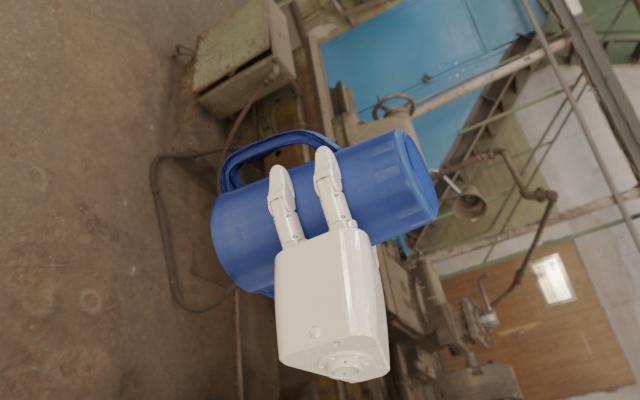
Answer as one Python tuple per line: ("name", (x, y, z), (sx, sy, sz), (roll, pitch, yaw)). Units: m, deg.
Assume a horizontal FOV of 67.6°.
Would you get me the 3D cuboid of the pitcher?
("pitcher", (0.000, 0.002, 0.554), (0.243, 0.145, 0.149), (-22, -45, 21))
